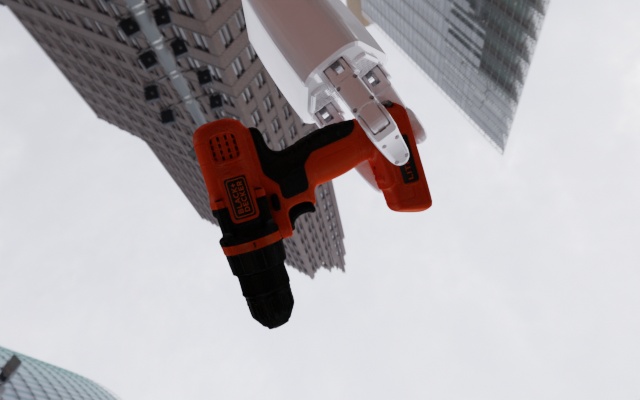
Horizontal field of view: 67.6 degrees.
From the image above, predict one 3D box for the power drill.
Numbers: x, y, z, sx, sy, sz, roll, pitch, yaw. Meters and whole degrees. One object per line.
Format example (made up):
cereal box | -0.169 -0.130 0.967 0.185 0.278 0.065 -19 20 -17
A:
power drill | 0.000 0.001 0.421 0.187 0.184 0.057 -18 8 -13
